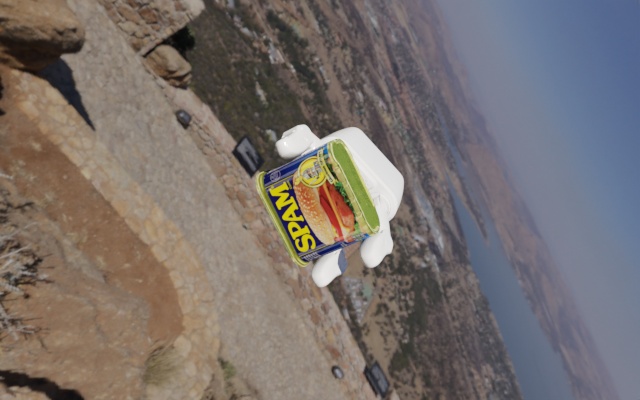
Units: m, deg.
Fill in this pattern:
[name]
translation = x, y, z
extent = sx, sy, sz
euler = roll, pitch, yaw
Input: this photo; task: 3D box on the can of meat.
[can of meat]
translation = 0.000, 0.001, 0.460
extent = 0.084, 0.102, 0.057
euler = -24, 5, 21
